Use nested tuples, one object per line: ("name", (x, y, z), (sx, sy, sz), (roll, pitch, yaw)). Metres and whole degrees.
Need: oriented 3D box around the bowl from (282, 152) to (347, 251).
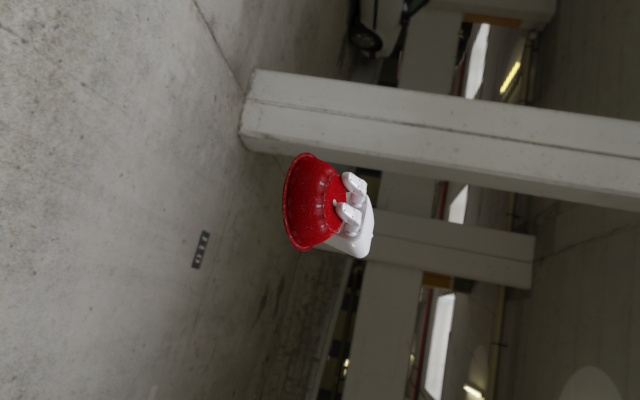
("bowl", (0.000, 0.002, 0.769), (0.055, 0.162, 0.162), (2, 1, 25))
